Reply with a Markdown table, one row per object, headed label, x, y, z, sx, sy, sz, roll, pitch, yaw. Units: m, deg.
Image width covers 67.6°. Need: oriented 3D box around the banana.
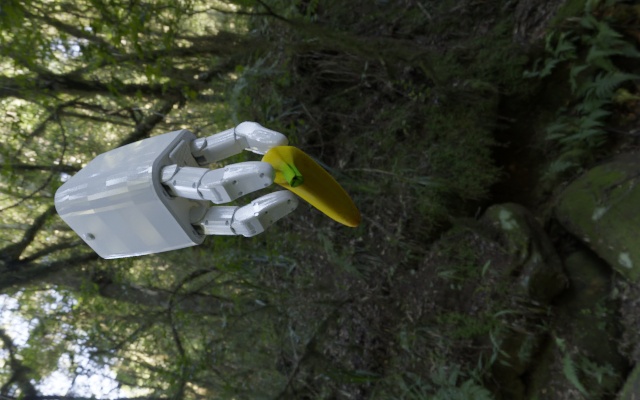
| label | x | y | z | sx | sy | sz | roll | pitch | yaw |
| --- | --- | --- | --- | --- | --- | --- | --- | --- | --- |
| banana | -0.010 | -0.014 | 0.474 | 0.037 | 0.069 | 0.198 | -36 | -21 | 11 |
